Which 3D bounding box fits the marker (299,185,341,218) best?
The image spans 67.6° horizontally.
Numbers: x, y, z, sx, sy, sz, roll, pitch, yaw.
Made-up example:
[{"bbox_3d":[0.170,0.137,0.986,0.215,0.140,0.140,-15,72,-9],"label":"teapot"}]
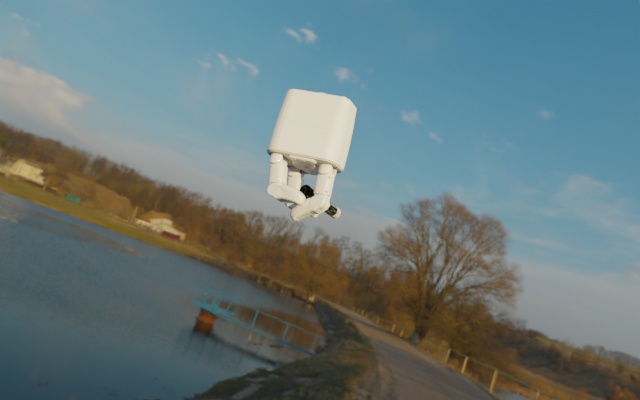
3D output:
[{"bbox_3d":[0.000,0.002,0.731,0.020,0.020,0.121,0,-18,26],"label":"marker"}]
